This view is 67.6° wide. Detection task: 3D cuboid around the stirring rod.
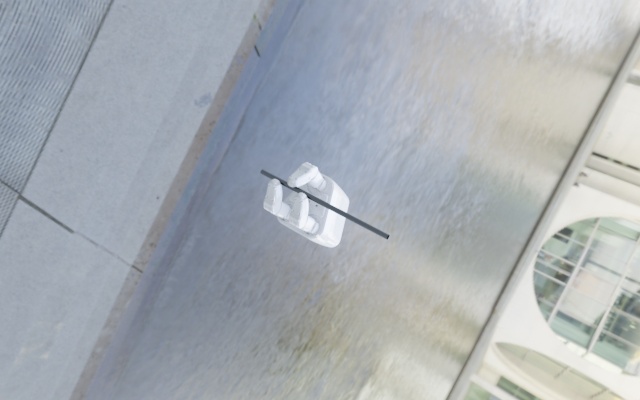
[{"bbox_3d":[0.000,0.002,0.731,0.239,0.011,0.011,27,13,26],"label":"stirring rod"}]
